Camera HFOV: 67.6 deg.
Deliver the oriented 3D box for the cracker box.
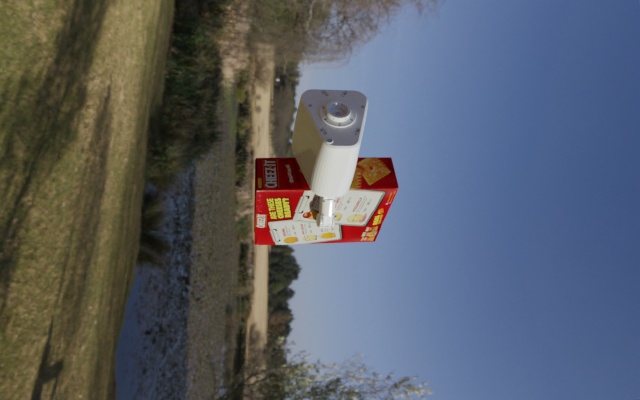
[{"bbox_3d":[0.000,0.003,0.775,0.214,0.072,0.164,0,-34,-9],"label":"cracker box"}]
